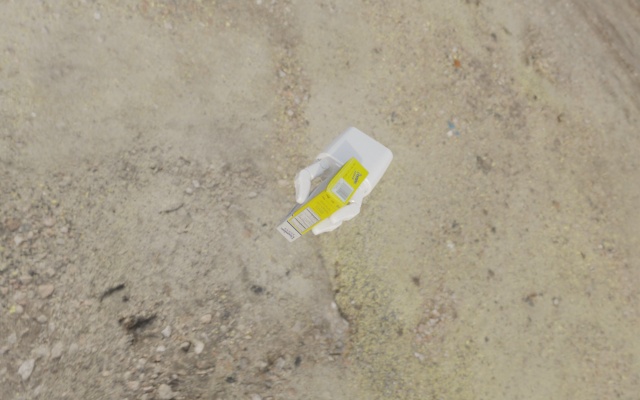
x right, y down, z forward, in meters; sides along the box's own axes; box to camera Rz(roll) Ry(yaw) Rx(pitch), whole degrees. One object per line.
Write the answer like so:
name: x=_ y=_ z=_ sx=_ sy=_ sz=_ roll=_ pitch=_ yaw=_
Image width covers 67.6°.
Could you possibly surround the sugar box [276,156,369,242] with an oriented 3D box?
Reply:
sugar box: x=0.001 y=0.003 z=0.813 sx=0.093 sy=0.048 sz=0.176 roll=-50 pitch=6 yaw=-39
